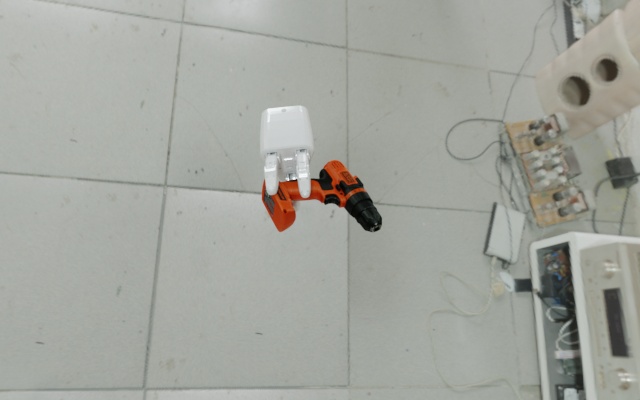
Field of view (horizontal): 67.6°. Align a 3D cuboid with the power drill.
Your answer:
[{"bbox_3d":[0.000,0.003,0.870,0.187,0.057,0.184,-10,44,-27],"label":"power drill"}]
